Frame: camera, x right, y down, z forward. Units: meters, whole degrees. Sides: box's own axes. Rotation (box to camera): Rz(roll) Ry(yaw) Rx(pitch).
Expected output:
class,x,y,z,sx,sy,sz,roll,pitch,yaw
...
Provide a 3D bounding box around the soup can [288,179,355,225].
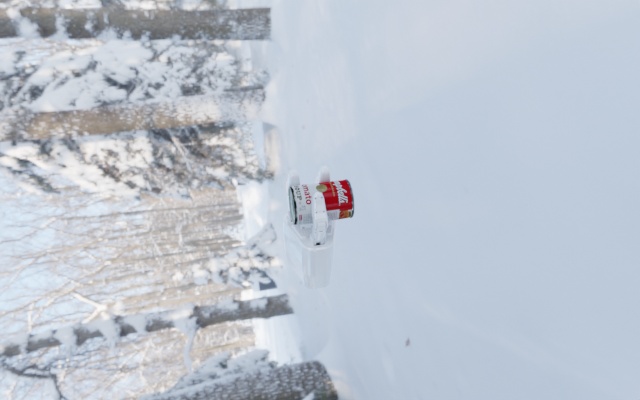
class,x,y,z,sx,sy,sz,roll,pitch,yaw
soup can,0.000,0.002,0.817,0.102,0.068,0.068,-7,1,-11
